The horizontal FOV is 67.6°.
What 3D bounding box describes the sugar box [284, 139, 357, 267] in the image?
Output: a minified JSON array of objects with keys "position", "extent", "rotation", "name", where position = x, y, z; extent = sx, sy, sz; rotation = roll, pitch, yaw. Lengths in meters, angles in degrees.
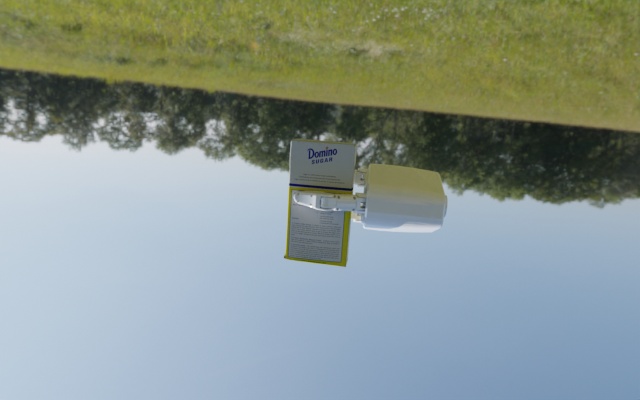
[{"position":[0.000,0.002,0.690],"extent":[0.093,0.176,0.048],"rotation":[6,8,7],"name":"sugar box"}]
